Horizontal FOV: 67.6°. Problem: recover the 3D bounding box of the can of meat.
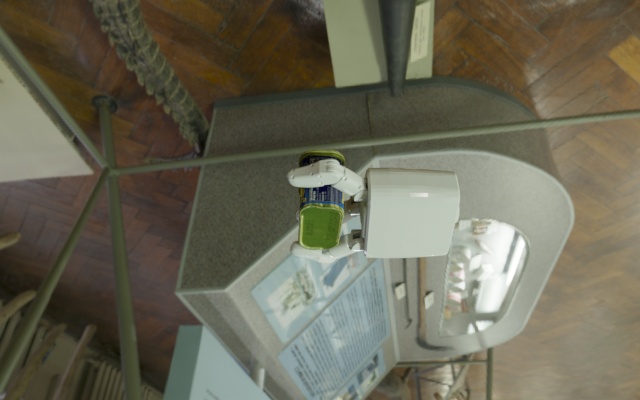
[{"bbox_3d":[0.000,0.002,0.593,0.057,0.084,0.102,2,-36,-2],"label":"can of meat"}]
